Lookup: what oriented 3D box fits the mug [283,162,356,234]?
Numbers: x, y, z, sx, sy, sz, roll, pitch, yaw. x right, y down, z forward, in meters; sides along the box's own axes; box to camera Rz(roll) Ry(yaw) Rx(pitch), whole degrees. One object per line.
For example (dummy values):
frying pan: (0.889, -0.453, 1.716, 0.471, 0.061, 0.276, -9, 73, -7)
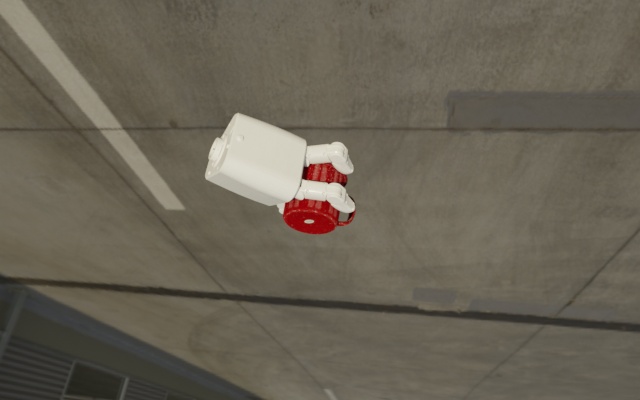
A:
mug: (0.001, 0.003, 0.713, 0.117, 0.081, 0.093, 22, -31, -23)
